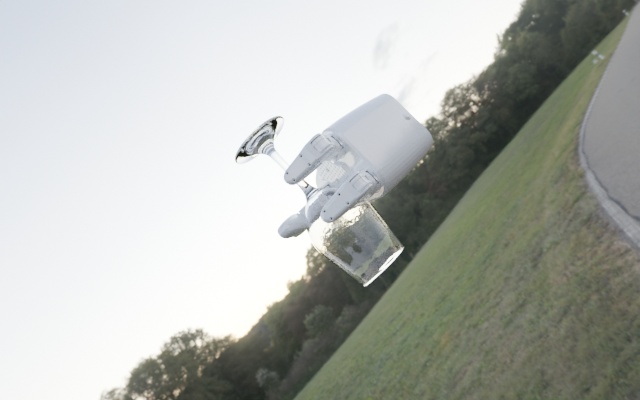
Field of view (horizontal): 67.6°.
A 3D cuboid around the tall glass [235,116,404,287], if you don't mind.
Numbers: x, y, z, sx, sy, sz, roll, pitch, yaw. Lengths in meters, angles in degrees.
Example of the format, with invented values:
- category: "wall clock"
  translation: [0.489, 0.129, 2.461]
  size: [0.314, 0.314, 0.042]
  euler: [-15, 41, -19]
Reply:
- category: "tall glass"
  translation: [-0.001, 0.001, 0.529]
  size: [0.079, 0.201, 0.079]
  euler: [-43, -7, -7]
